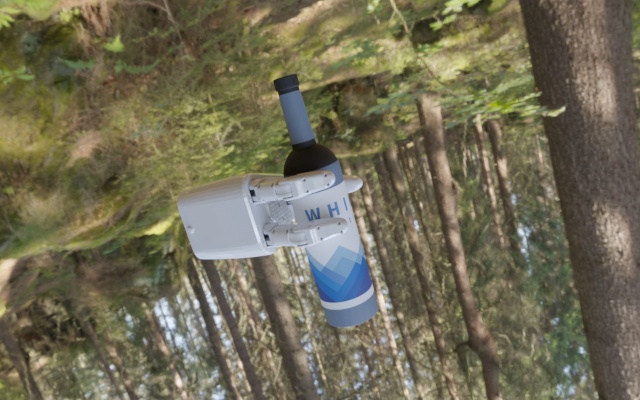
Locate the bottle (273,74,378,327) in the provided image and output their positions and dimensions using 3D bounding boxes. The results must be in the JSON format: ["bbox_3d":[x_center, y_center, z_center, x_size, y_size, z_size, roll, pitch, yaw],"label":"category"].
[{"bbox_3d":[0.000,0.002,0.559,0.069,0.296,0.069,-15,13,4],"label":"bottle"}]
